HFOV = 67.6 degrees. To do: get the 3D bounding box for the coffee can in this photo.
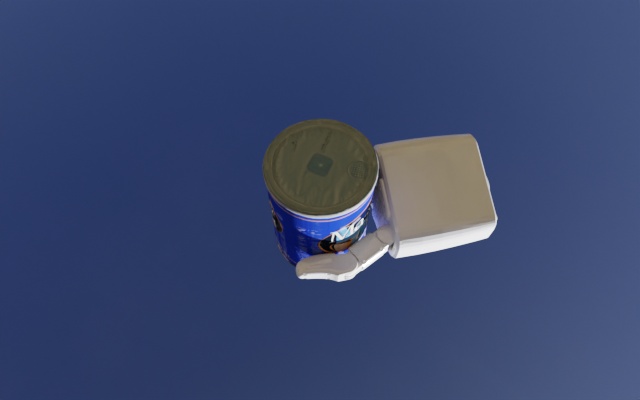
[{"bbox_3d":[0.000,0.002,0.482,0.103,0.102,0.140,0,-29,0],"label":"coffee can"}]
